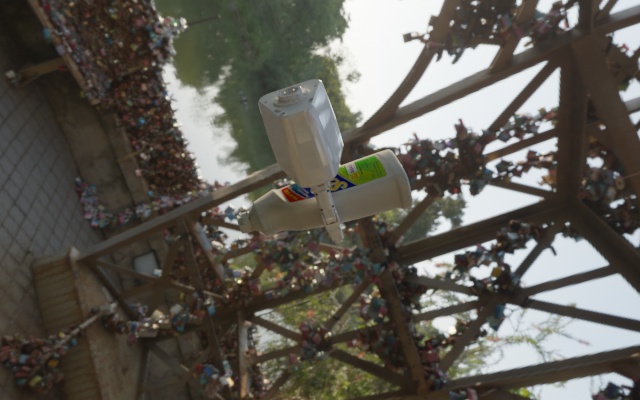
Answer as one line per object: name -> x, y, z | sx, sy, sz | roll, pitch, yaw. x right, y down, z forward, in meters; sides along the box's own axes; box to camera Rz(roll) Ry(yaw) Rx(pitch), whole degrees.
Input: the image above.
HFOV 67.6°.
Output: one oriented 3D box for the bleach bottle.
bleach bottle -> 0.000, 0.002, 0.705 | 0.251, 0.068, 0.102 | -18, 34, 1
